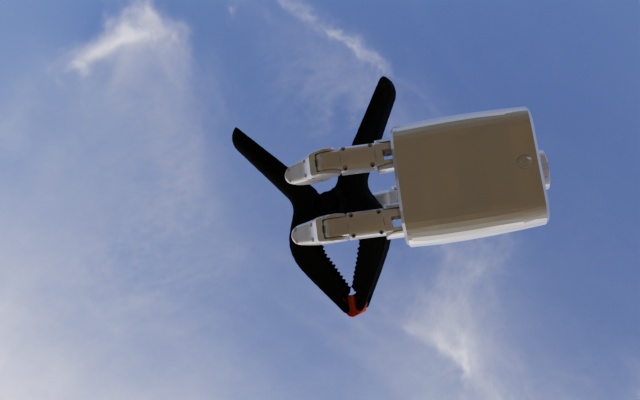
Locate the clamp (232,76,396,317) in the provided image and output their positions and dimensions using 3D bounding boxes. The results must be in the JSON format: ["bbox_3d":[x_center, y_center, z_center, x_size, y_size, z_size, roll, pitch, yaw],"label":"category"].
[{"bbox_3d":[0.001,0.002,0.442,0.164,0.210,0.036,-9,-10,17],"label":"clamp"}]
